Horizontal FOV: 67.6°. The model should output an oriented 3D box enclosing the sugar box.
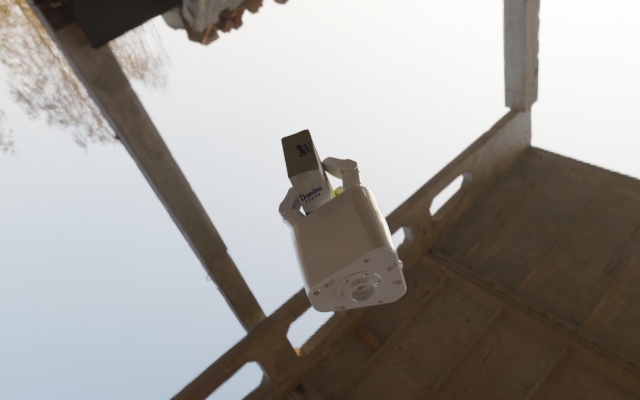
[{"bbox_3d":[0.001,0.002,0.639,0.048,0.176,0.093,-18,39,3],"label":"sugar box"}]
